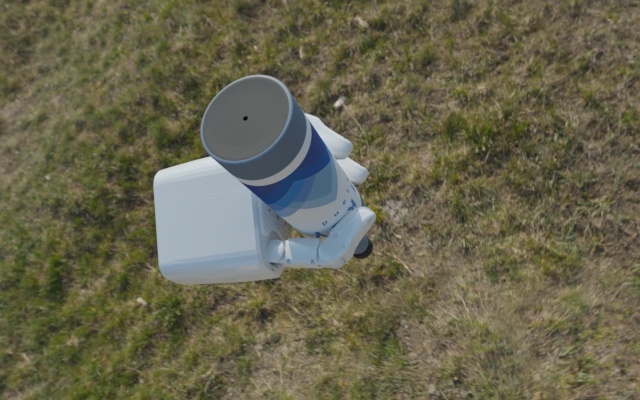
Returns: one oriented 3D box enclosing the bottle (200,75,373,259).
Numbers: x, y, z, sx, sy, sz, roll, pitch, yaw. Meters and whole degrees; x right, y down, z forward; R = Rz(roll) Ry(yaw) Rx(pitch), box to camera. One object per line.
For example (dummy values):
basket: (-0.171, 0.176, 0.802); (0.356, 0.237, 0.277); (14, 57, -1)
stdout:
bottle: (0.000, 0.001, 0.433); (0.069, 0.069, 0.296); (0, -22, 21)
